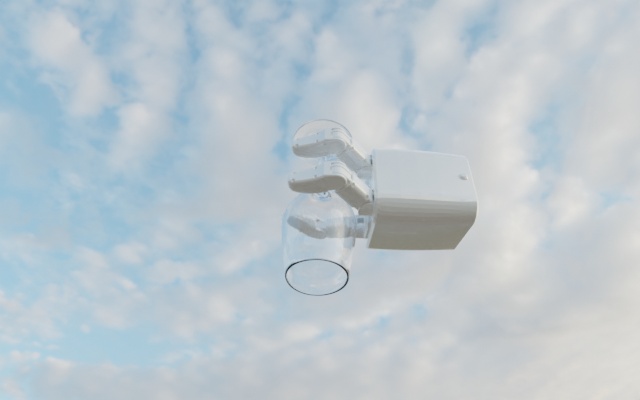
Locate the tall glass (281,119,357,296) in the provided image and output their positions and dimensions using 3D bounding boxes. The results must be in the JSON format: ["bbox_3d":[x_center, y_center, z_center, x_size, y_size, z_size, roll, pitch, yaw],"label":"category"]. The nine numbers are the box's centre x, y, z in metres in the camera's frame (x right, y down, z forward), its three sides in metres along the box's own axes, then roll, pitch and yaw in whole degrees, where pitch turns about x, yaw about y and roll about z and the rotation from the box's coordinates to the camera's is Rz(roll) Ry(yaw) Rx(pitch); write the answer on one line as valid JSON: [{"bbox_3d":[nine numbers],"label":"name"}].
[{"bbox_3d":[0.000,0.001,0.521,0.079,0.200,0.079,2,-43,2],"label":"tall glass"}]
